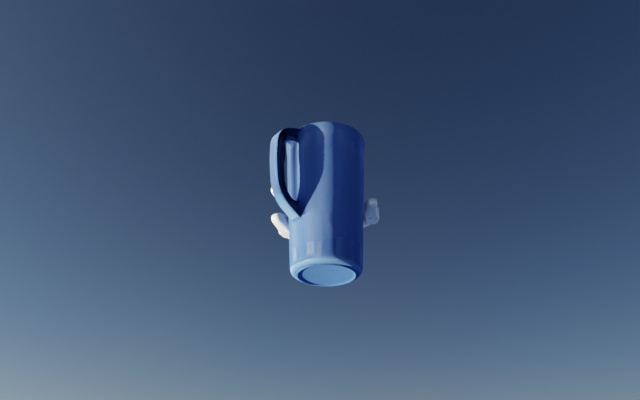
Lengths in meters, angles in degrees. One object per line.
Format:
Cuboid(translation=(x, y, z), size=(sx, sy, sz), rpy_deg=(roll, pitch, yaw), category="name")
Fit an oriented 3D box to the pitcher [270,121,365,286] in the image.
Cuboid(translation=(0.000, 0.003, 0.753), size=(0.149, 0.242, 0.145), rpy_deg=(-2, -30, 3), category="pitcher")
